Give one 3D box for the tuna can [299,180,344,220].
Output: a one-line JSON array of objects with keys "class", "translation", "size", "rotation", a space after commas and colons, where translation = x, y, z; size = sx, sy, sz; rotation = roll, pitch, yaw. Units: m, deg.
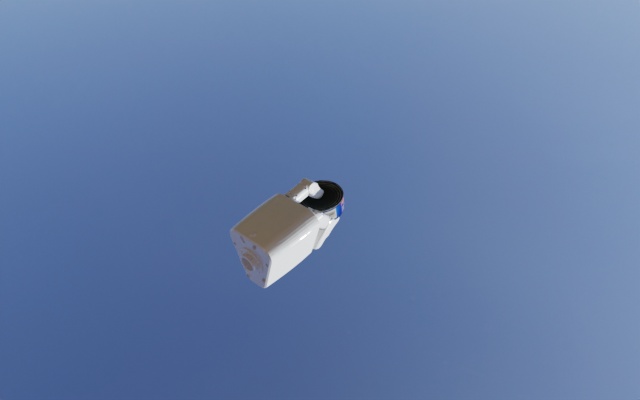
[{"class": "tuna can", "translation": [0.000, 0.003, 0.860], "size": [0.086, 0.034, 0.086], "rotation": [-4, 41, 4]}]
